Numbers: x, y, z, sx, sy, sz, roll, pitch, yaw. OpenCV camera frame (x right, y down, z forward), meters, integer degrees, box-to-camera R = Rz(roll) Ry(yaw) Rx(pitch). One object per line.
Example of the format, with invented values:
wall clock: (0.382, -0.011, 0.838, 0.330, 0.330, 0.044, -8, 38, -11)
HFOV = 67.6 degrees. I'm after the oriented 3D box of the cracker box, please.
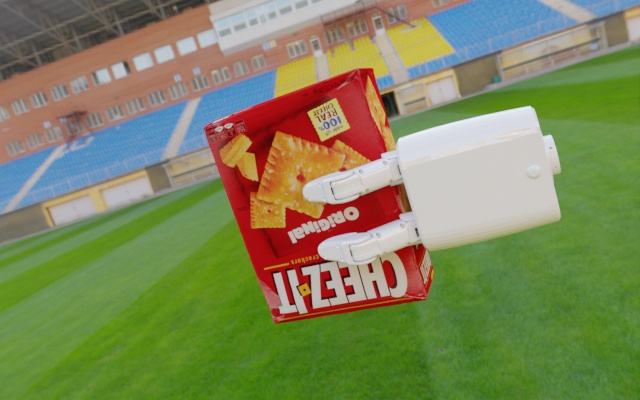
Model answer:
cracker box: (0.000, 0.001, 0.463, 0.164, 0.214, 0.072, -14, 10, 22)
